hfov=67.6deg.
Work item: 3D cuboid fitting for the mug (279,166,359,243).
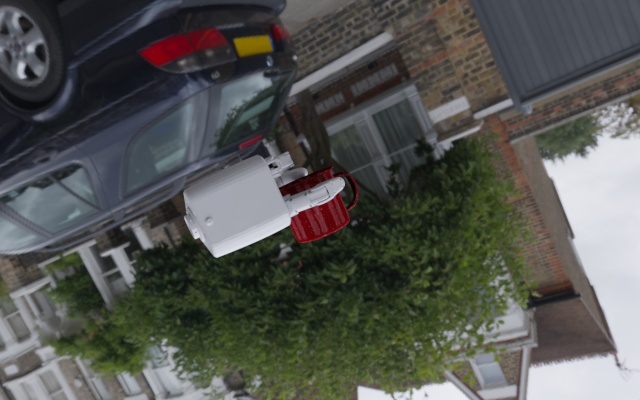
[{"bbox_3d":[0.001,0.002,0.670,0.117,0.081,0.093,-25,6,-17],"label":"mug"}]
